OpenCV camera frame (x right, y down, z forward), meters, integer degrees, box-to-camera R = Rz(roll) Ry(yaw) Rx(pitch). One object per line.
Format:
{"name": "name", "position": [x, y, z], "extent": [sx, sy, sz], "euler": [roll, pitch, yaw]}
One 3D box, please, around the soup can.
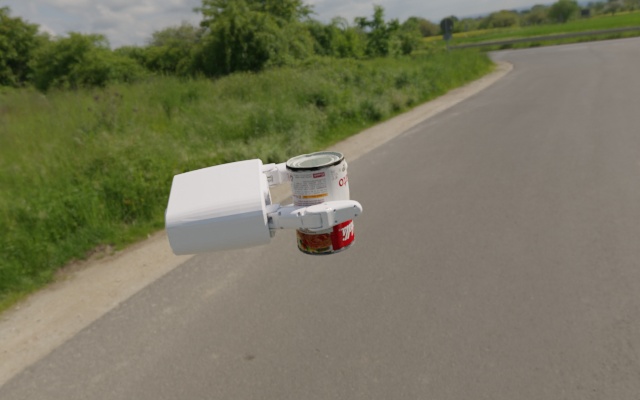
{"name": "soup can", "position": [0.001, 0.001, 0.541], "extent": [0.068, 0.102, 0.068], "euler": [-7, 19, 3]}
